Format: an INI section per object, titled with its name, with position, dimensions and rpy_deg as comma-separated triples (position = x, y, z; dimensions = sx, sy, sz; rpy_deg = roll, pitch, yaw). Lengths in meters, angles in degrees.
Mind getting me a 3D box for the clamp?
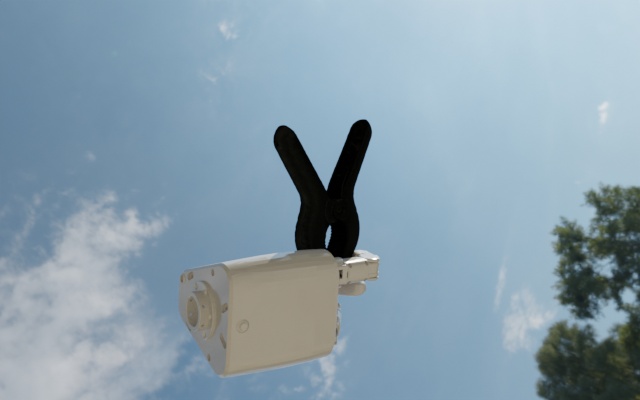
[clamp]
position = 0.000, 0.002, 0.468
dimensions = 0.120, 0.171, 0.039
rpy_deg = 0, 6, -38
